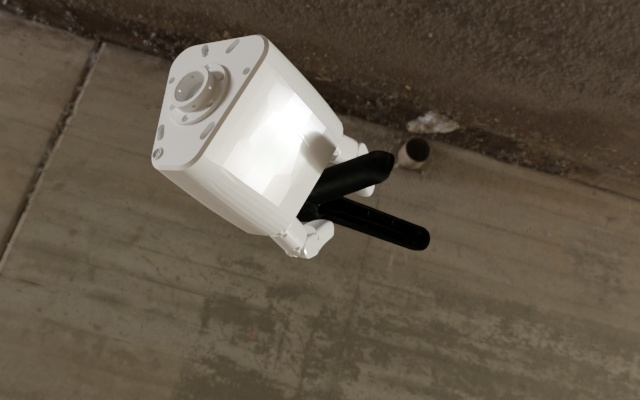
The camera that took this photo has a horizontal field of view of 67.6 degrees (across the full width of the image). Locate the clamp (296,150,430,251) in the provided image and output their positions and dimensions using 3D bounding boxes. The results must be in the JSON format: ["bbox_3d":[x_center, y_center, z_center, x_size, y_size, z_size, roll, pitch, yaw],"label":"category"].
[{"bbox_3d":[-0.001,0.002,0.463,0.210,0.036,0.165,4,-26,33],"label":"clamp"}]
